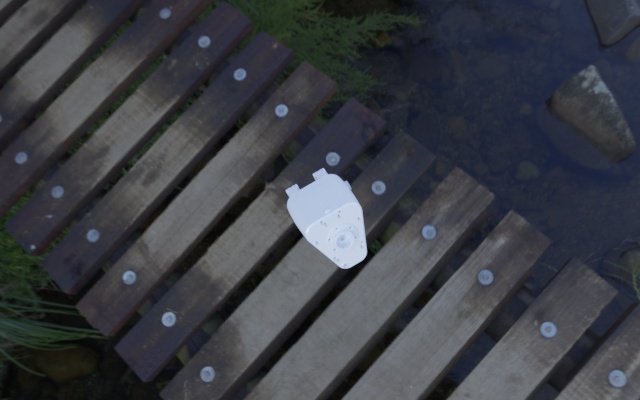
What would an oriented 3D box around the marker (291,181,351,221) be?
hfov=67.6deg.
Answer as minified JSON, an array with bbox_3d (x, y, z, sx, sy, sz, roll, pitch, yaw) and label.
[{"bbox_3d":[0.000,0.003,0.866,0.121,0.020,0.020,-31,1,-2],"label":"marker"}]
